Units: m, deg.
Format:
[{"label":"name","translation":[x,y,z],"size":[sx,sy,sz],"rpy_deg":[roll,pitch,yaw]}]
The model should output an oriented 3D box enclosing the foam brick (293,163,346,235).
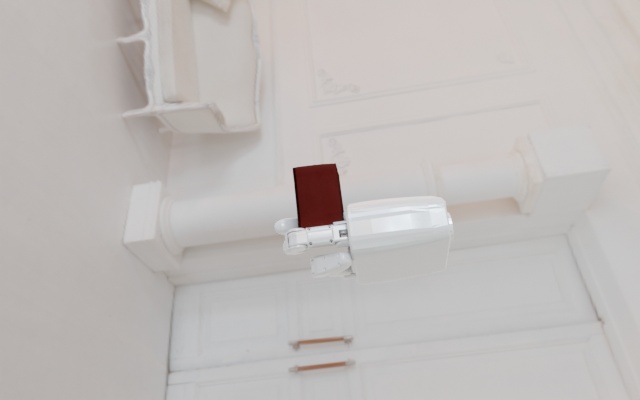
[{"label":"foam brick","translation":[0.000,0.002,0.562],"size":[0.051,0.078,0.053],"rpy_deg":[-9,-16,6]}]
